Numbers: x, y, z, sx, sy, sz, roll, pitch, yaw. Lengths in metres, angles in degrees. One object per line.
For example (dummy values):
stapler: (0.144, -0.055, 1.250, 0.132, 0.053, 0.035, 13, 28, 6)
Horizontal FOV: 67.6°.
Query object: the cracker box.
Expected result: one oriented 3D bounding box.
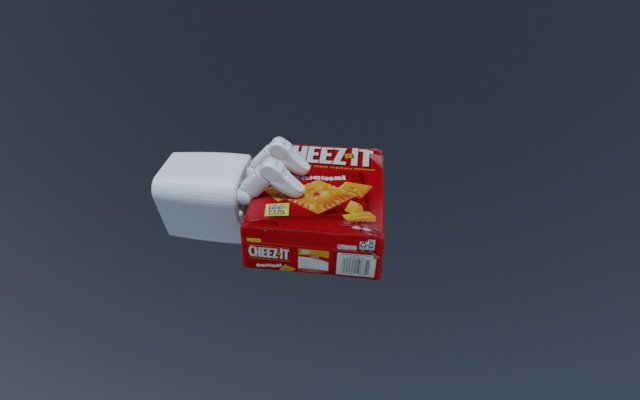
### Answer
cracker box: (0.000, 0.002, 0.625, 0.164, 0.072, 0.213, 5, 34, 4)
